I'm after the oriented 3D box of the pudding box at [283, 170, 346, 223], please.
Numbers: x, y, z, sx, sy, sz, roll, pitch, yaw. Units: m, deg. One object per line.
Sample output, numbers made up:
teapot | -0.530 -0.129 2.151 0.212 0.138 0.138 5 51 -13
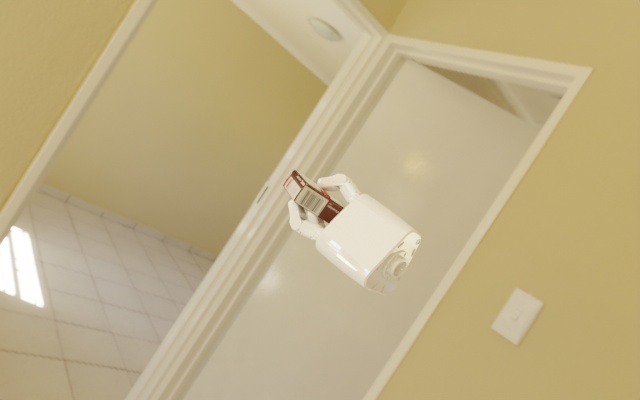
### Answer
pudding box | 0.000 0.002 0.781 0.113 0.039 0.090 35 5 -23
